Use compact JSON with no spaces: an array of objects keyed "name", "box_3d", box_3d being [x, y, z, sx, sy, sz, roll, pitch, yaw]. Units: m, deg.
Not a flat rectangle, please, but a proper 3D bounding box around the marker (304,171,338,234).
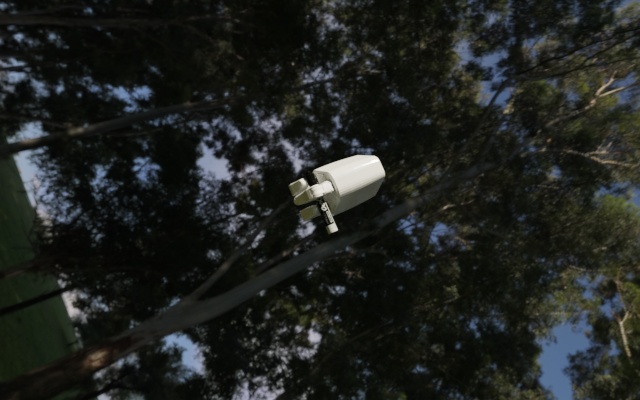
[{"name":"marker","box_3d":[0.000,0.003,0.879,0.020,0.121,0.020,-23,-2,-1]}]
